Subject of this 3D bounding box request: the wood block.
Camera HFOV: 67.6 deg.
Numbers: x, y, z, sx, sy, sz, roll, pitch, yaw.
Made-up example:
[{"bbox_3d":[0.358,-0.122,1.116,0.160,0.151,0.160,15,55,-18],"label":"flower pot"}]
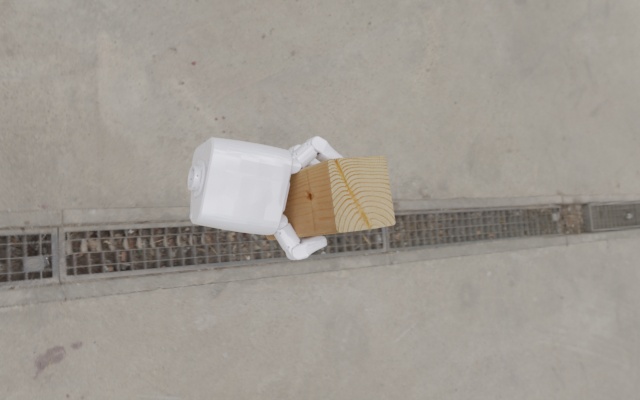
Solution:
[{"bbox_3d":[0.000,0.003,0.666,0.090,0.091,0.206,-6,-3,-30],"label":"wood block"}]
